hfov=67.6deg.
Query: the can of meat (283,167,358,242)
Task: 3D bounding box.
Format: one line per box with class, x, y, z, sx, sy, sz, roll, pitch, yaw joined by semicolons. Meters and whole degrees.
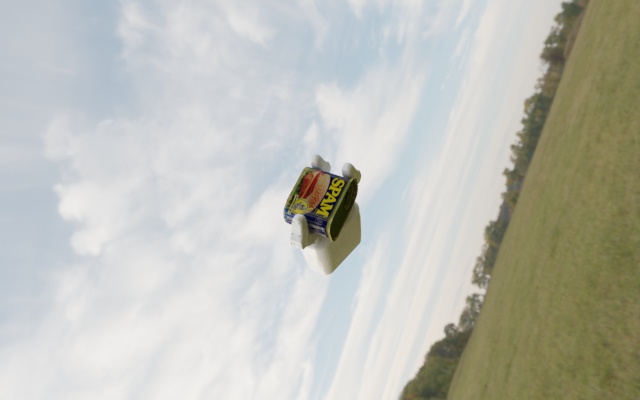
can of meat;0.000;0.002;0.744;0.084;0.102;0.057;18;-26;21
